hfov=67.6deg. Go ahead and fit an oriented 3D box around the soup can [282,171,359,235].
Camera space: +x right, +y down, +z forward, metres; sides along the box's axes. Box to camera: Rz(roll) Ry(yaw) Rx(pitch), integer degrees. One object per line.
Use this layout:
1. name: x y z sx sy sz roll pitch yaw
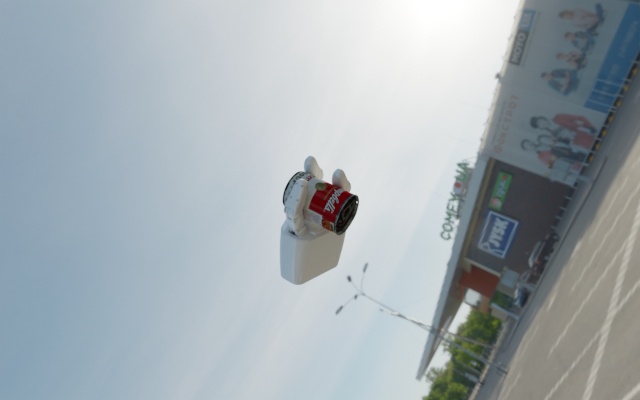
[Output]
1. soup can: 0.000 0.002 0.749 0.102 0.068 0.068 26 11 24
